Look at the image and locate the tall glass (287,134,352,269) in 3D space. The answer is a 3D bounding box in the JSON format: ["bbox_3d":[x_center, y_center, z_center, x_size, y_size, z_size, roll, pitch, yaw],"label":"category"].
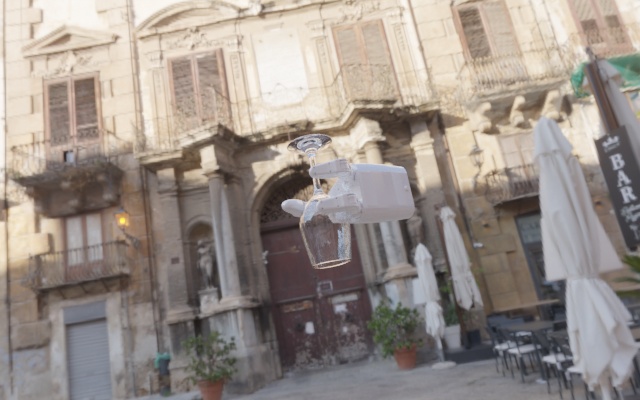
[{"bbox_3d":[0.000,0.002,0.750,0.079,0.201,0.079,-10,-16,-3],"label":"tall glass"}]
